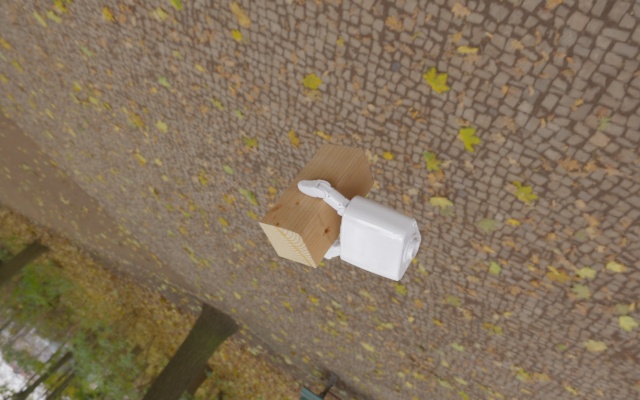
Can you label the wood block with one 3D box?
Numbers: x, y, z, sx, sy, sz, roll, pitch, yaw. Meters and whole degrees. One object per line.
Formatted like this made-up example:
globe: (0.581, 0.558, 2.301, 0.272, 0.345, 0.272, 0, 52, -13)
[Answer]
wood block: (0.000, 0.003, 0.839, 0.090, 0.091, 0.206, 13, 52, 35)
